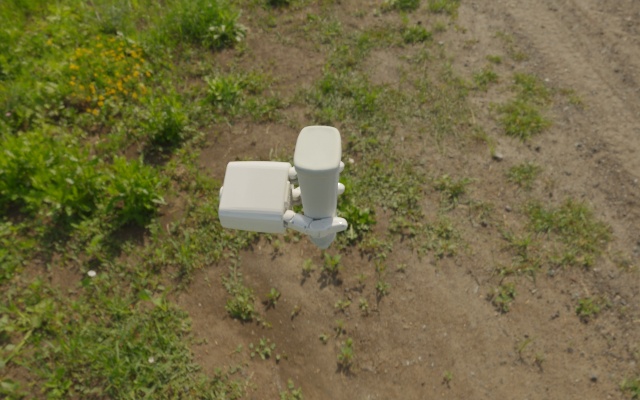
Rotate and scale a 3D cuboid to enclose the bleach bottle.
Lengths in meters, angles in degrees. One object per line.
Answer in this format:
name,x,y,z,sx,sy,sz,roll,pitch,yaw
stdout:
bleach bottle,0.000,0.002,0.787,0.068,0.102,0.251,3,-41,4
